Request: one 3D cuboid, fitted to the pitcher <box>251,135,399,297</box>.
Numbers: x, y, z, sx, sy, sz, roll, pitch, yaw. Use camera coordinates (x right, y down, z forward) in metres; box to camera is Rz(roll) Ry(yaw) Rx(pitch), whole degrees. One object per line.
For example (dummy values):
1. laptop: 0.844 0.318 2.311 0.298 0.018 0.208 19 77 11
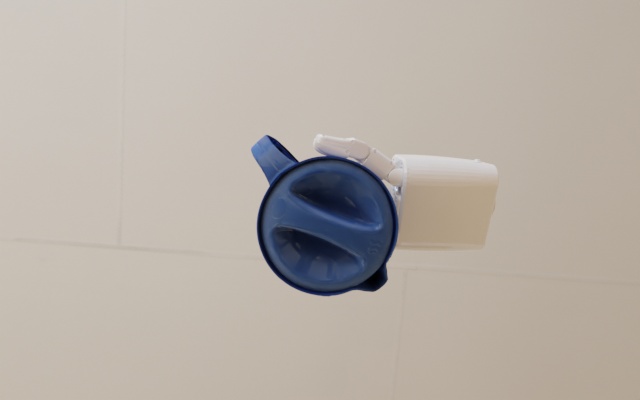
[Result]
1. pitcher: 0.000 0.002 0.556 0.145 0.149 0.243 3 8 -1
